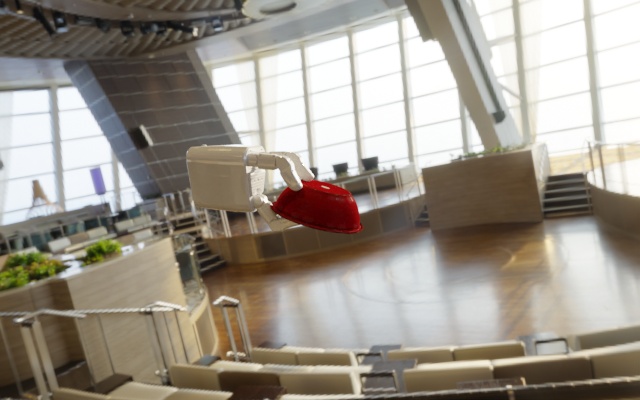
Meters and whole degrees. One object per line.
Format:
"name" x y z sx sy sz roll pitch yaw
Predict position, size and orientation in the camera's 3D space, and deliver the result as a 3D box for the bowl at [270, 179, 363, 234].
"bowl" 0.002 0.003 0.802 0.162 0.055 0.162 14 12 -3
